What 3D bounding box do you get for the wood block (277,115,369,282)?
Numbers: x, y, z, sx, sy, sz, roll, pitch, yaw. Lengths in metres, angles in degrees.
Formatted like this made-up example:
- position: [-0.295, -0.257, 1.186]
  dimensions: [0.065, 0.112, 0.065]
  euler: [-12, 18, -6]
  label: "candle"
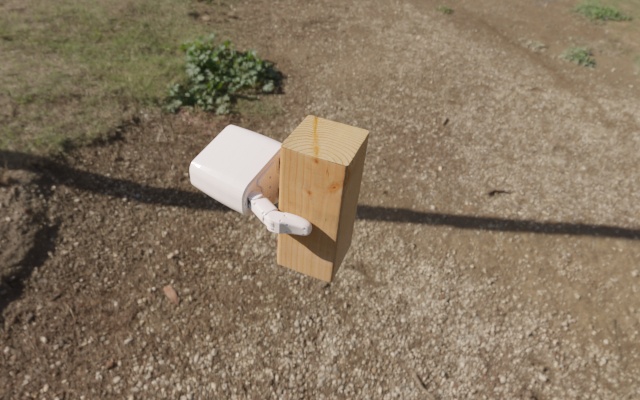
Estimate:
- position: [0.000, 0.002, 0.660]
  dimensions: [0.090, 0.206, 0.090]
  euler: [18, 41, 15]
  label: "wood block"
